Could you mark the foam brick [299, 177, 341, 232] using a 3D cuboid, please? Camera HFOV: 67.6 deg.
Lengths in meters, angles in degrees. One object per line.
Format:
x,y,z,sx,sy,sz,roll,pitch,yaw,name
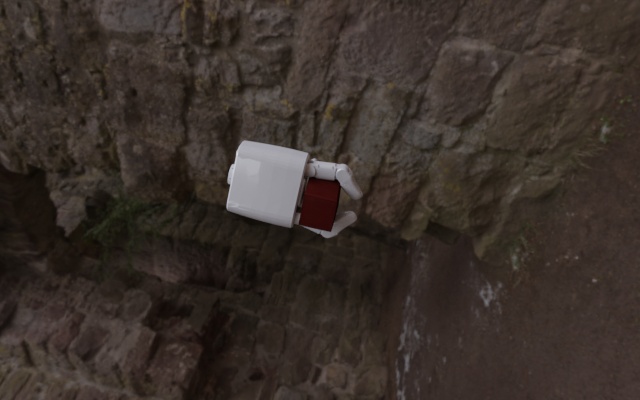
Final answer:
0.000,0.002,0.717,0.051,0.053,0.078,13,27,-1,foam brick
